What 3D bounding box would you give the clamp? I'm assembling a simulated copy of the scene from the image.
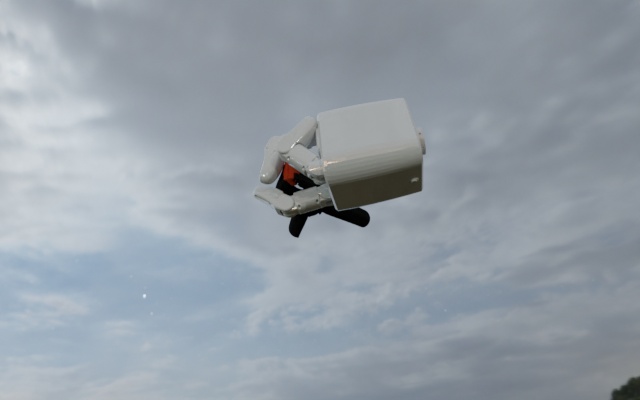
[{"bbox_3d":[0.000,0.001,0.632,0.120,0.039,0.171,-11,-28,6],"label":"clamp"}]
